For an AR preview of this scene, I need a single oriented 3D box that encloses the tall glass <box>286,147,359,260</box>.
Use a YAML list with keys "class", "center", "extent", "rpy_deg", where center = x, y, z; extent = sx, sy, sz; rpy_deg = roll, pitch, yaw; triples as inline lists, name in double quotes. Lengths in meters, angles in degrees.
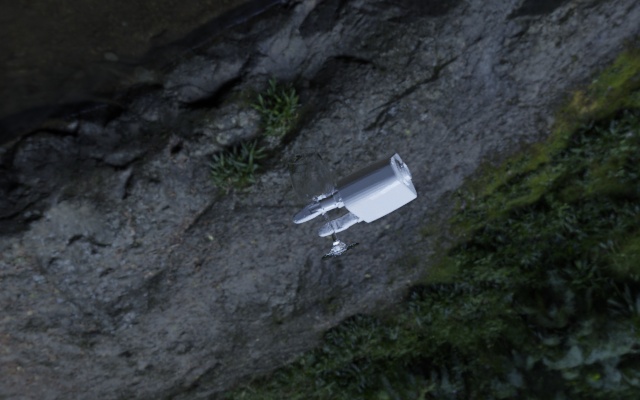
- class: "tall glass"
  center: [0.000, 0.004, 0.890]
  extent: [0.079, 0.201, 0.079]
  rpy_deg: [-21, -12, -5]
